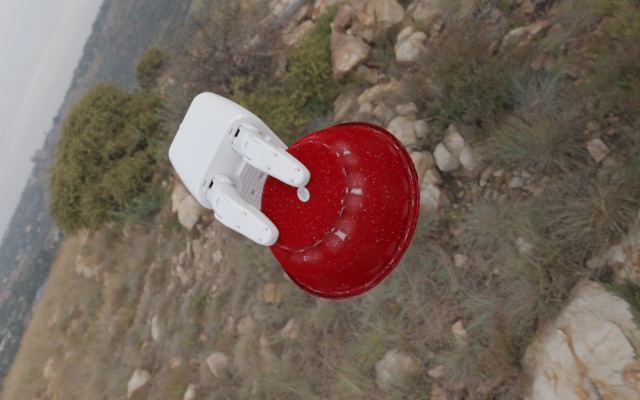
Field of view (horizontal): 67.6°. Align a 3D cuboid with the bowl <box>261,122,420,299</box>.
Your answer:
[{"bbox_3d":[0.001,0.002,0.407,0.162,0.162,0.055,0,-12,38],"label":"bowl"}]
